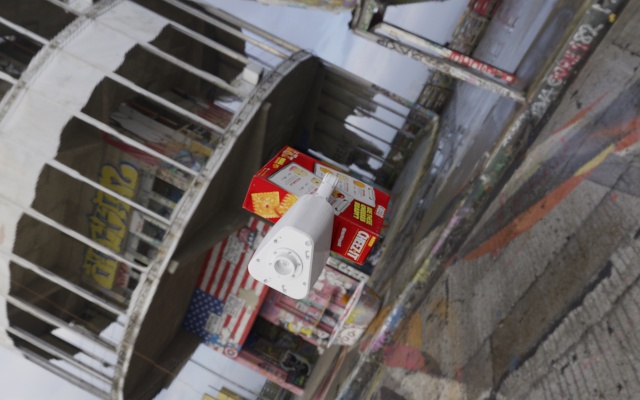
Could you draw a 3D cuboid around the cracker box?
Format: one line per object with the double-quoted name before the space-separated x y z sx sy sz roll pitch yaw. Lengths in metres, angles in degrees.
"cracker box" 0.000 0.002 0.809 0.213 0.072 0.164 26 27 3
